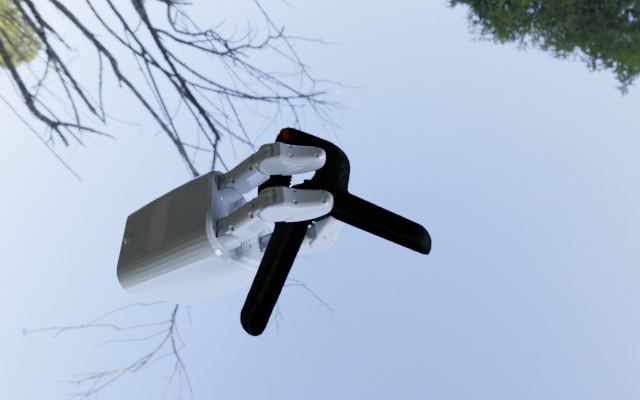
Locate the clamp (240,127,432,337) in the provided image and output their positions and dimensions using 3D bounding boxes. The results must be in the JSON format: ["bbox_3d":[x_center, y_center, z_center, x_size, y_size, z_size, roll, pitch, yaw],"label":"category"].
[{"bbox_3d":[0.000,0.002,0.428,0.164,0.209,0.036,-22,-43,15],"label":"clamp"}]
